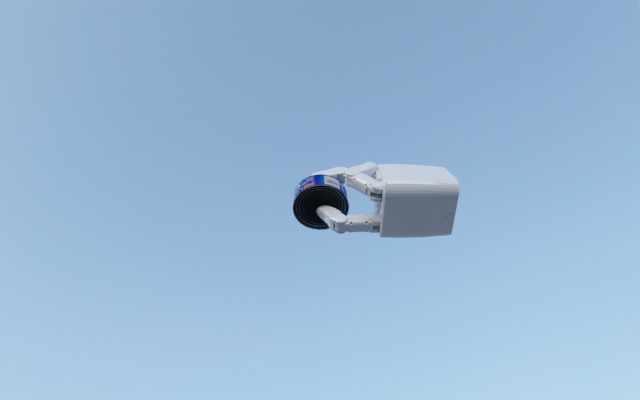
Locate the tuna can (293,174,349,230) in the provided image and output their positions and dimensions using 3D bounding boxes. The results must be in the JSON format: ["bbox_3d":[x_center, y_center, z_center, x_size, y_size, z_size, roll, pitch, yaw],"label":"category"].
[{"bbox_3d":[0.000,0.002,0.737,0.086,0.086,0.033,0,37,-3],"label":"tuna can"}]
